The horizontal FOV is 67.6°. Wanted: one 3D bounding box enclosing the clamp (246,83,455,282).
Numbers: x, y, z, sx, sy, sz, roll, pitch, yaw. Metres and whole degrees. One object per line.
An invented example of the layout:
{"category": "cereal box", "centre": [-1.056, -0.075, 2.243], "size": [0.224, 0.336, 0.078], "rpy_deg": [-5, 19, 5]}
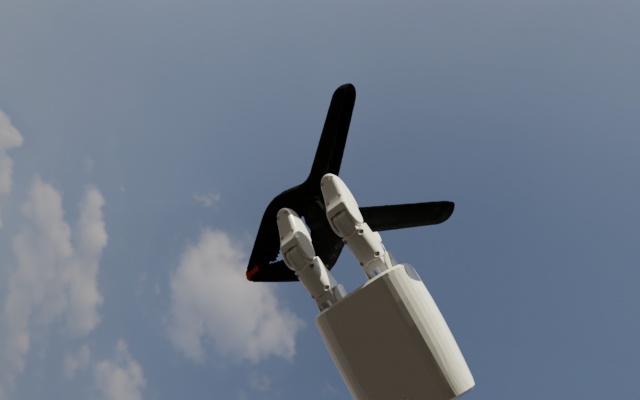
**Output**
{"category": "clamp", "centre": [0.000, 0.002, 0.458], "size": [0.210, 0.164, 0.036], "rpy_deg": [-38, -26, 22]}
